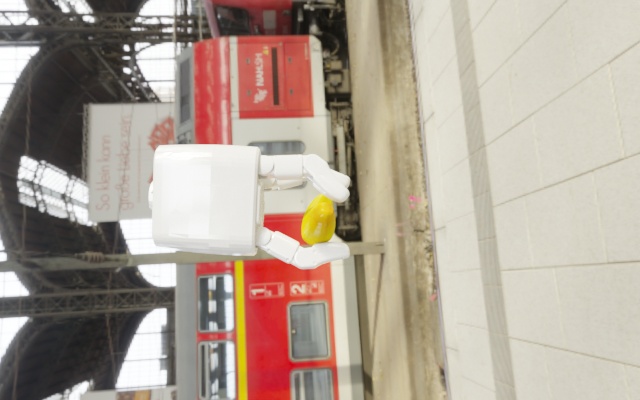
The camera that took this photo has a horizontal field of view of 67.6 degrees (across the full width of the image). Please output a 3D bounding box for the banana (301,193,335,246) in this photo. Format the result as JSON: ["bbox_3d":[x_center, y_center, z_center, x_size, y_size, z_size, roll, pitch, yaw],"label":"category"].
[{"bbox_3d":[-0.002,0.019,0.562,0.037,0.069,0.197,8,11,-1],"label":"banana"}]
